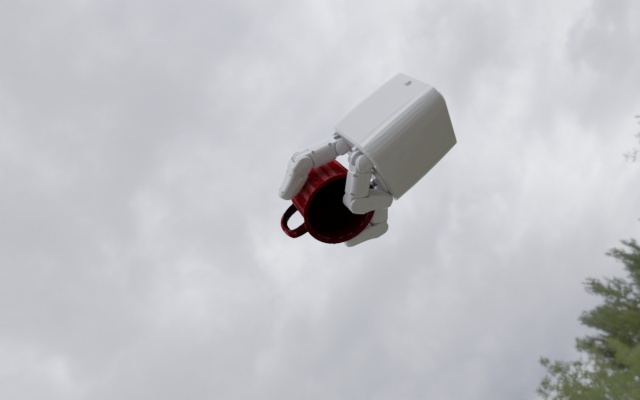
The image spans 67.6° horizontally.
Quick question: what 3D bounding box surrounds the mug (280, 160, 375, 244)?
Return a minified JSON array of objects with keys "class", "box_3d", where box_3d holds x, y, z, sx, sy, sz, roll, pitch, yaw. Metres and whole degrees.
[{"class":"mug","box_3d":[-0.001,0.003,0.593,0.117,0.093,0.081,-40,34,-1]}]
